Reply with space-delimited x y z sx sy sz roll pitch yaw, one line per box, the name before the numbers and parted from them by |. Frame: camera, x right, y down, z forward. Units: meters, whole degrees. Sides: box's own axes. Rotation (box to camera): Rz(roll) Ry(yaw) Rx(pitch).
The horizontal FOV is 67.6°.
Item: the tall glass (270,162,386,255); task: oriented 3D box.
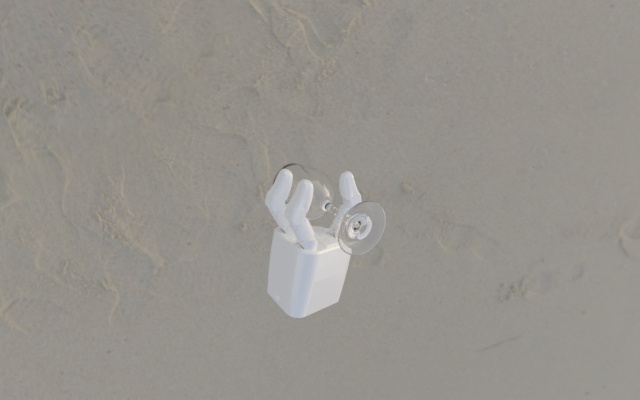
tall glass | 0.001 0.002 0.675 0.079 0.079 0.201 0 20 -34
